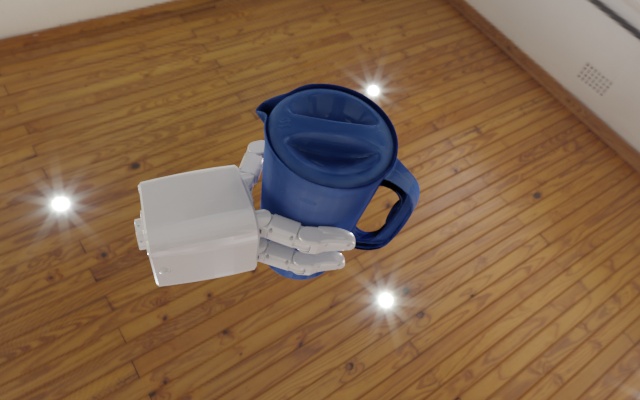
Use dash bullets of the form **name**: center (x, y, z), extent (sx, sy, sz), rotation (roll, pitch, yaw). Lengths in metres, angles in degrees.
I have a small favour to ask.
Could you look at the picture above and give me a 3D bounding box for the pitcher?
- **pitcher**: center (0.000, 0.002, 0.552), extent (0.145, 0.149, 0.243), rotation (-10, -31, -18)
